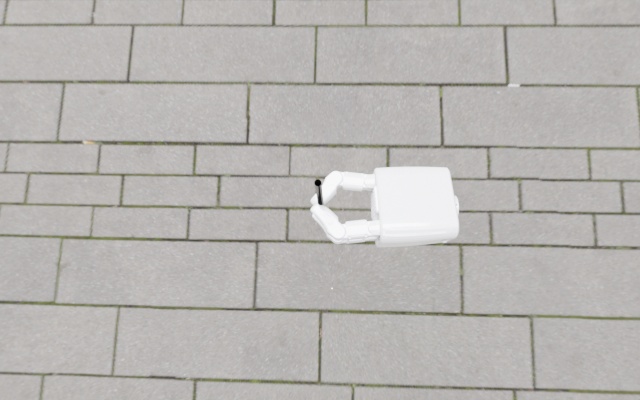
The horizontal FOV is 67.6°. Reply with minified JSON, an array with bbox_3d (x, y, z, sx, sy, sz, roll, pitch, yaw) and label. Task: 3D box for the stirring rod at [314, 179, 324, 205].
[{"bbox_3d":[0.000,0.002,0.648,0.011,0.011,0.239,0,-10,1],"label":"stirring rod"}]
